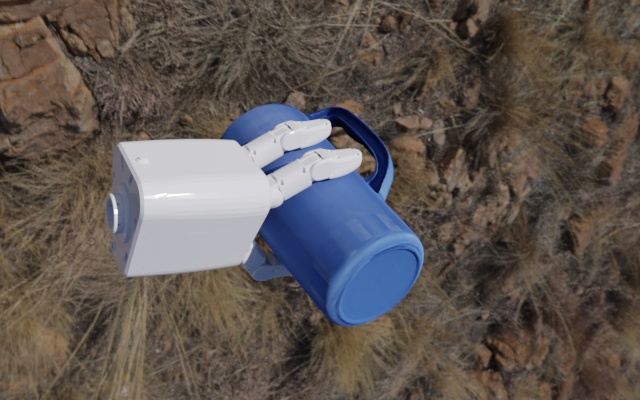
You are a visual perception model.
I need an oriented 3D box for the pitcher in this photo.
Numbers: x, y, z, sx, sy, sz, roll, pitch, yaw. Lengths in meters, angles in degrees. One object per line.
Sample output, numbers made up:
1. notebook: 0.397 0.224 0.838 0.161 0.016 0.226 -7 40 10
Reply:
1. pitcher: 0.000 0.002 0.496 0.145 0.149 0.242 -2 35 -36
